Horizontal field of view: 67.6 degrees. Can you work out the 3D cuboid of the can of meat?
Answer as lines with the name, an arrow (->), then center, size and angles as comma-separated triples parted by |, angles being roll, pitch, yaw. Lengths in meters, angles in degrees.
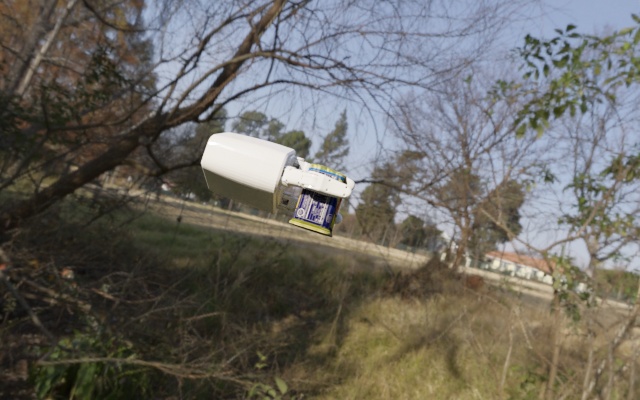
can of meat -> 0.000, 0.002, 0.662 | 0.057, 0.084, 0.102 | 17, -5, 6
